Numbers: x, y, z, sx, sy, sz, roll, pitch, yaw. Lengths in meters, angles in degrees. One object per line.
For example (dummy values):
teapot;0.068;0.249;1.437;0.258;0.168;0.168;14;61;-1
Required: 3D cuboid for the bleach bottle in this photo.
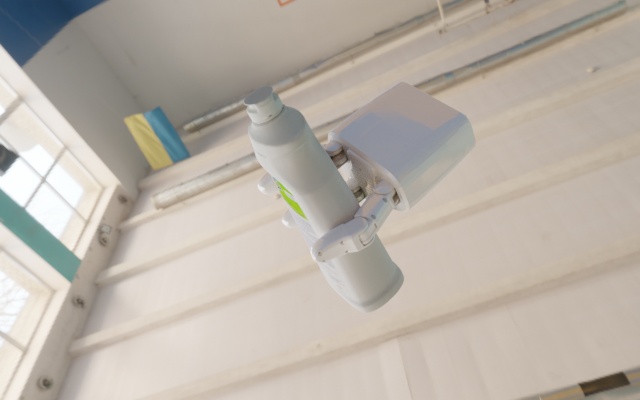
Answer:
bleach bottle;0.000;0.002;0.475;0.068;0.251;0.102;-40;38;-14
